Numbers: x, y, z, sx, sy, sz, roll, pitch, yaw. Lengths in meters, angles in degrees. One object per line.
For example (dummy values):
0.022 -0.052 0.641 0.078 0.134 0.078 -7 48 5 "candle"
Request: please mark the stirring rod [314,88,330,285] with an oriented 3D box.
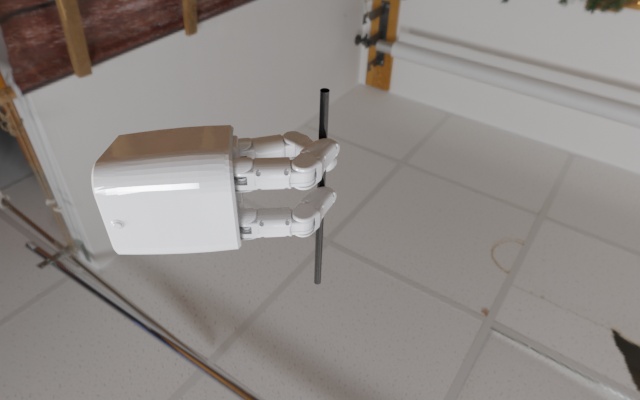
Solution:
0.000 0.001 0.468 0.011 0.240 0.011 1 41 -1 "stirring rod"
